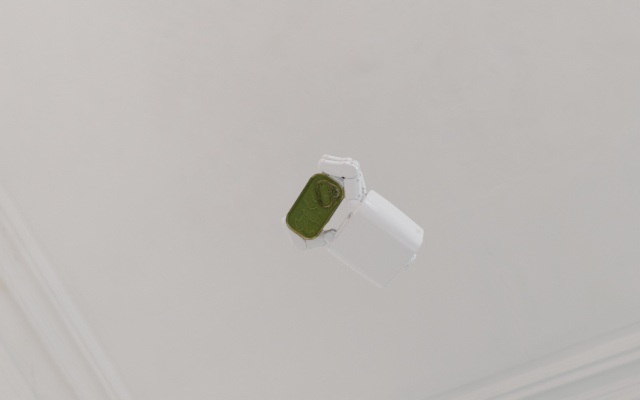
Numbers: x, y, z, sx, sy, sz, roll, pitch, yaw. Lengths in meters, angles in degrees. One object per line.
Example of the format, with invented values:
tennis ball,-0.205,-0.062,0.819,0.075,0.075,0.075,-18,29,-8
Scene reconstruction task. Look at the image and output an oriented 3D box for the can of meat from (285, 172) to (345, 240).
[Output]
can of meat,0.000,0.002,0.741,0.057,0.102,0.084,35,16,5
